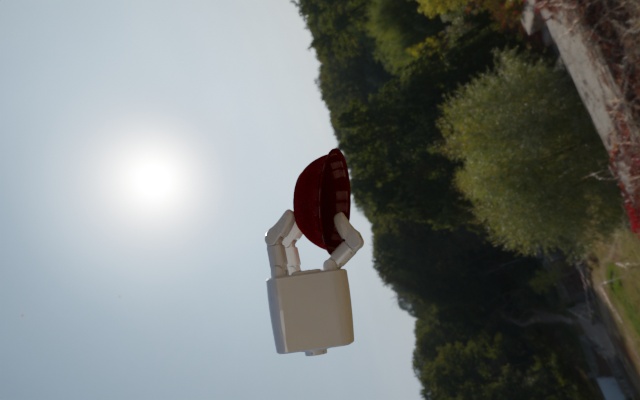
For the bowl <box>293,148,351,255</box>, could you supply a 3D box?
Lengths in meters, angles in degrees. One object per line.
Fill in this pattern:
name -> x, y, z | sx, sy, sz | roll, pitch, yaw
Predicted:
bowl -> 0.000, 0.001, 0.719 | 0.055, 0.162, 0.162 | 1, 0, 18
